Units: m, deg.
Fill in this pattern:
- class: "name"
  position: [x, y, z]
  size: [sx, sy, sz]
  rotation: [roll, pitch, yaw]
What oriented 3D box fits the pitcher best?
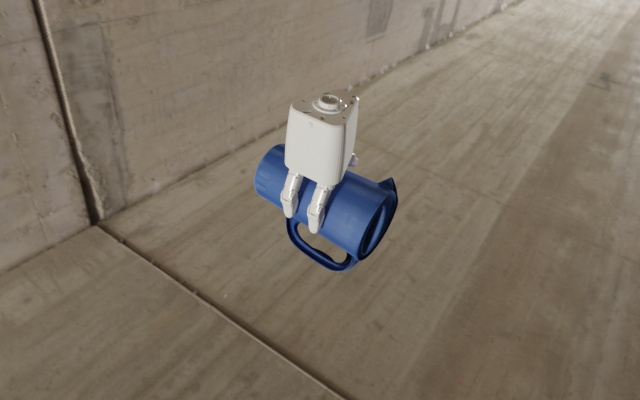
- class: "pitcher"
  position: [0.000, 0.003, 0.844]
  size: [0.243, 0.145, 0.149]
  rotation: [28, 47, 22]
